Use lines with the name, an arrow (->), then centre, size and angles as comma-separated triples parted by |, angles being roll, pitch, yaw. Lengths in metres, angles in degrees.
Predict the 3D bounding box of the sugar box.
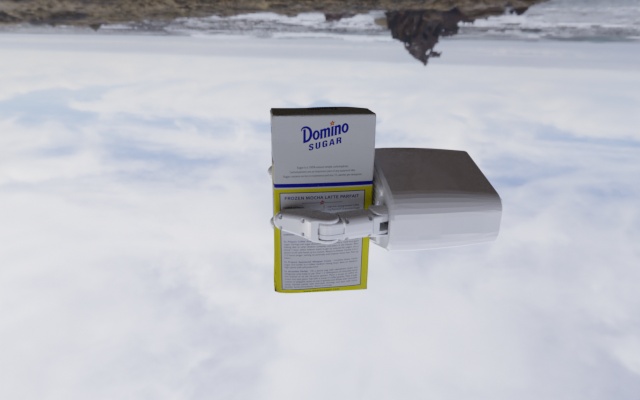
sugar box -> 0.000, 0.001, 0.454 | 0.093, 0.176, 0.048 | -2, 19, -8
